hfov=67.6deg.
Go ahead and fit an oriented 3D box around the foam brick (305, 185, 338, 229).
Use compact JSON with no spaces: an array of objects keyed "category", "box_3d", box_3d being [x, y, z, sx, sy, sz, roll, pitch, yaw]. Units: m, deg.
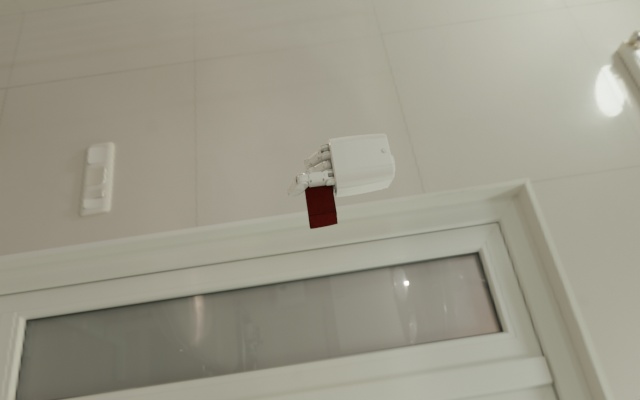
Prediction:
[{"category":"foam brick","box_3d":[0.000,0.003,0.858,0.051,0.078,0.053,-8,-28,-1]}]
